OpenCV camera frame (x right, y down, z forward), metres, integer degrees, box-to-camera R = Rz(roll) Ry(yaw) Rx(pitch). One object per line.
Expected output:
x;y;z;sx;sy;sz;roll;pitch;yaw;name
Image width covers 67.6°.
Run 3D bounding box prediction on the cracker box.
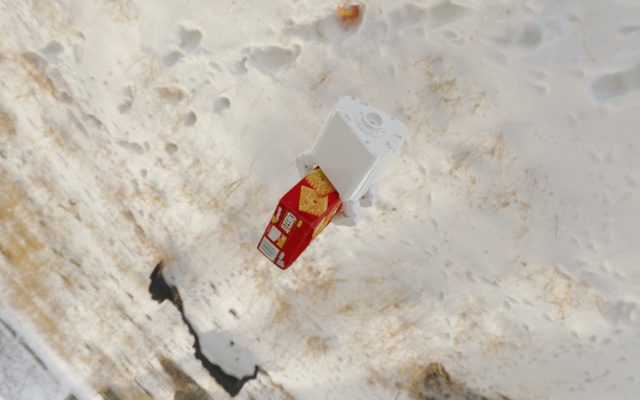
0.000;0.003;0.811;0.213;0.072;0.164;-43;-10;-37;cracker box
